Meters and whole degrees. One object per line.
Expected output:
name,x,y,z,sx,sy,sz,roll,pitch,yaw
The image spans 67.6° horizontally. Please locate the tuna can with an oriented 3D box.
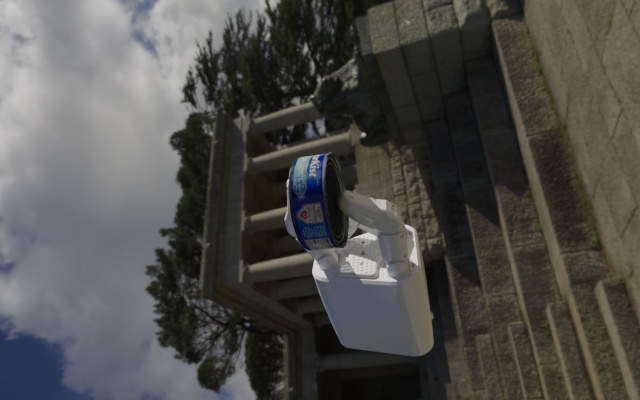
tuna can,-0.001,0.001,0.427,0.034,0.086,0.086,-7,-2,14
